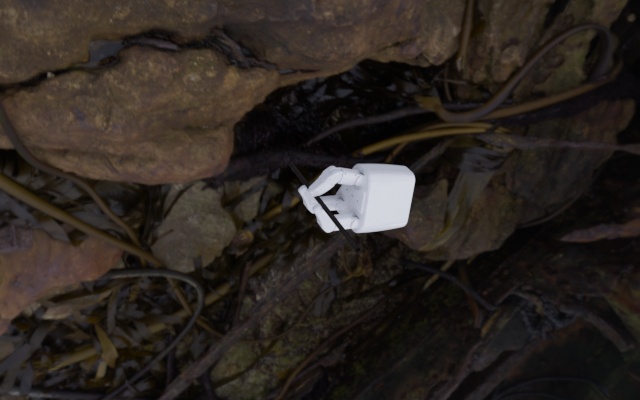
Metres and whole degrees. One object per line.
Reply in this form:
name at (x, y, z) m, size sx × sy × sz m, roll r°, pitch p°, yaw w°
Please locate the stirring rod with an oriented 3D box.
stirring rod at (0.000, 0.002, 0.764) m, size 0.011 × 0.011 × 0.239 m, roll 0°, pitch 35°, yaw -33°
